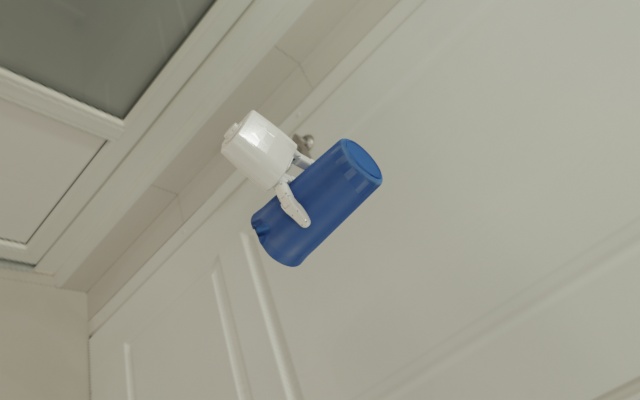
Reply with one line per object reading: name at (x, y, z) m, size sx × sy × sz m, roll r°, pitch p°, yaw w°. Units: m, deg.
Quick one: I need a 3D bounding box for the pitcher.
pitcher at (0.000, 0.003, 0.888) m, size 0.243 × 0.145 × 0.149 m, roll -42°, pitch 18°, yaw 23°
